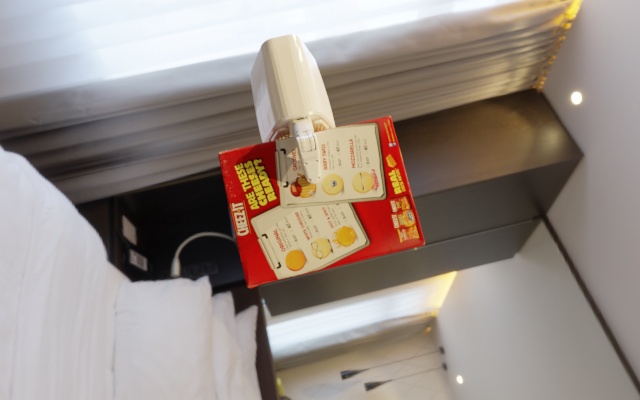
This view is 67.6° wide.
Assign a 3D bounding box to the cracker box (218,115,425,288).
[{"bbox_3d":[0.000,0.002,0.588,0.213,0.164,0.072,-13,-8,-4],"label":"cracker box"}]
